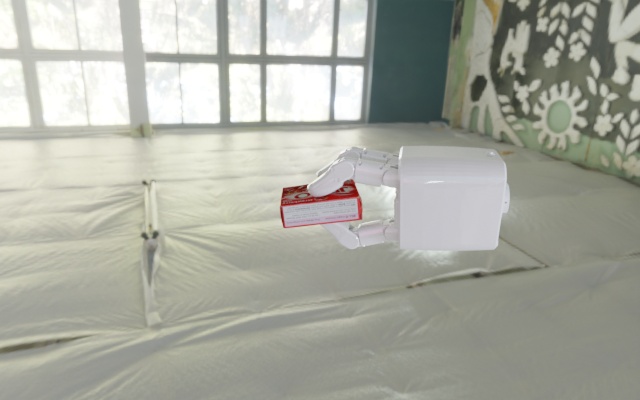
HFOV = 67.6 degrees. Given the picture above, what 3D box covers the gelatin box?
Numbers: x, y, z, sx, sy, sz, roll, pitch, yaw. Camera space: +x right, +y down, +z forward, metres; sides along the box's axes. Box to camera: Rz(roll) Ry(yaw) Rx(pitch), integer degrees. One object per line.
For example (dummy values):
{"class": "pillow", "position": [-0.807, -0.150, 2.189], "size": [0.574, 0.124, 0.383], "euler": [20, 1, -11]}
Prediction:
{"class": "gelatin box", "position": [0.000, 0.002, 0.544], "size": [0.089, 0.030, 0.073], "euler": [-7, 18, 0]}
